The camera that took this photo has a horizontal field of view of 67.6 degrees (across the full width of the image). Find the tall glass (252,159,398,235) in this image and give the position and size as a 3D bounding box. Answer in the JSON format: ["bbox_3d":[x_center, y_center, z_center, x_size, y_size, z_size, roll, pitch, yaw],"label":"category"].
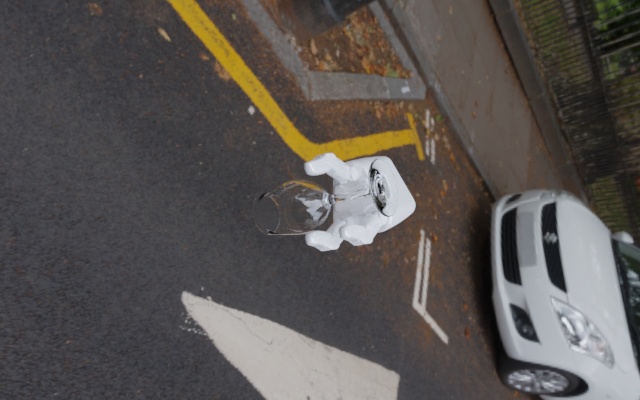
[{"bbox_3d":[0.001,0.002,0.653,0.201,0.079,0.079,-13,-7,34],"label":"tall glass"}]
